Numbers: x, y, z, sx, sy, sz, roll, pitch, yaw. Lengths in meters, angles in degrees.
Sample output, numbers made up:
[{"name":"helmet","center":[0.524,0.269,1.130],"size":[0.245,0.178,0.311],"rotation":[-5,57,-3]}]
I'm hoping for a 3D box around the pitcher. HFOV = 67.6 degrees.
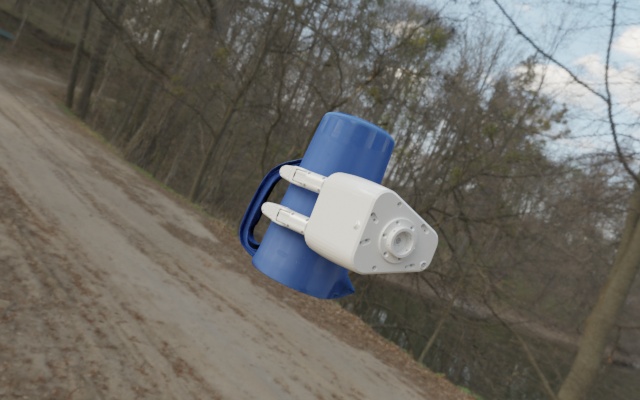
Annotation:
[{"name":"pitcher","center":[0.000,0.002,0.669],"size":[0.149,0.243,0.145],"rotation":[23,0,-28]}]
